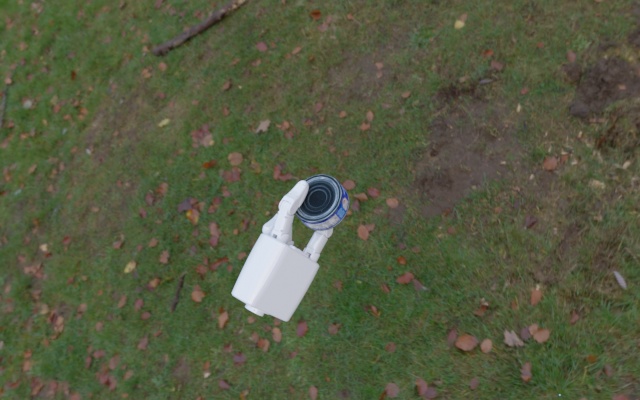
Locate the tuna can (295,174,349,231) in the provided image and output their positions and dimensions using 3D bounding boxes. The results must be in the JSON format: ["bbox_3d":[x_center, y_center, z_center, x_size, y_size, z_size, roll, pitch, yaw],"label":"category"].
[{"bbox_3d":[0.000,0.002,0.754,0.086,0.086,0.034,0,-25,25],"label":"tuna can"}]
